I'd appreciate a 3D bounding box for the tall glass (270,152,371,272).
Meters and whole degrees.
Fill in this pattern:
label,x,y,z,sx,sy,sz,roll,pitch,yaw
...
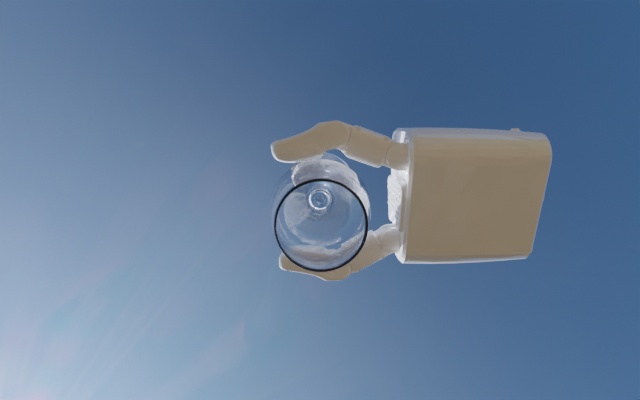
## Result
label,x,y,z,sx,sy,sz,roll,pitch,yaw
tall glass,0.000,0.001,0.406,0.079,0.079,0.201,0,9,0
